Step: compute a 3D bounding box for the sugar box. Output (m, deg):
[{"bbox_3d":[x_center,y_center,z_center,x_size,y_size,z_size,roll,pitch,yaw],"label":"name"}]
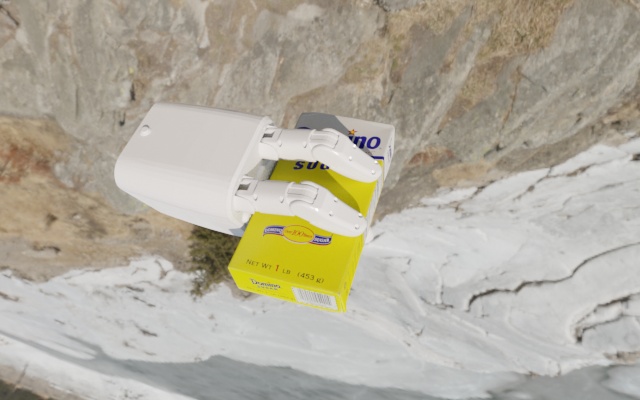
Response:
[{"bbox_3d":[0.000,0.001,0.412,0.093,0.176,0.048,11,-32,14],"label":"sugar box"}]
